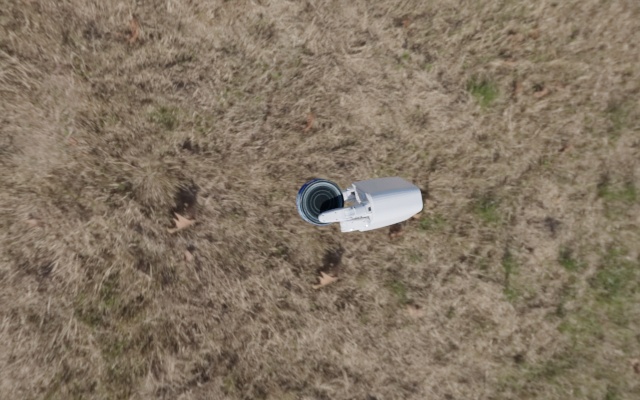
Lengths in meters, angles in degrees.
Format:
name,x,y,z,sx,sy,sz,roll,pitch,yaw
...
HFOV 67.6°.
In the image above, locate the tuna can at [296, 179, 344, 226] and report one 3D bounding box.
name,x,y,z,sx,sy,sz,roll,pitch,yaw
tuna can,0.000,0.003,0.878,0.086,0.086,0.034,0,4,-14
